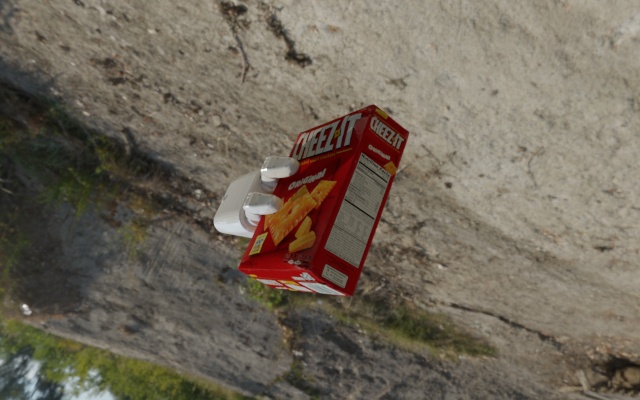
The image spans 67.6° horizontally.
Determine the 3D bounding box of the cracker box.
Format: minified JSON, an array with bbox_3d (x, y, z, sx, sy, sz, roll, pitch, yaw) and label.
[{"bbox_3d":[0.000,0.002,0.584,0.072,0.213,0.164,33,-23,-28],"label":"cracker box"}]
